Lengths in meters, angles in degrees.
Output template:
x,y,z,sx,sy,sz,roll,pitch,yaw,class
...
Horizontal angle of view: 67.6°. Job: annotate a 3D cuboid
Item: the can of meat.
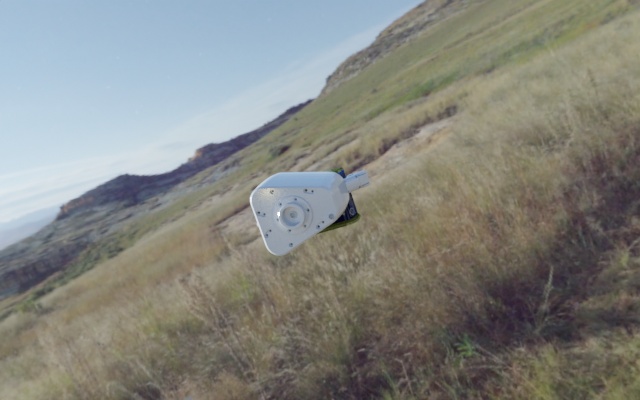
x,y,z,sx,sy,sz,roll,pitch,yaw,class
0.000,0.002,0.733,0.102,0.084,0.057,-17,8,15,can of meat
